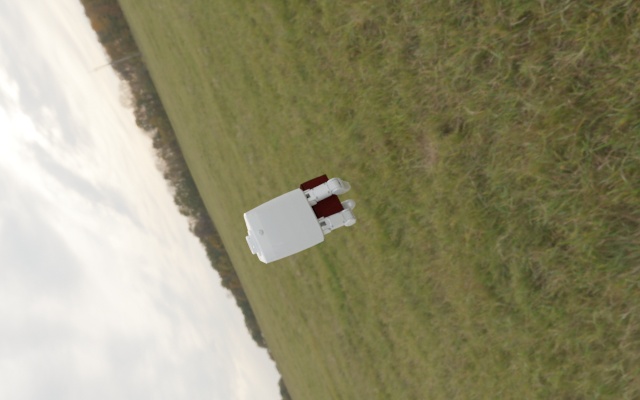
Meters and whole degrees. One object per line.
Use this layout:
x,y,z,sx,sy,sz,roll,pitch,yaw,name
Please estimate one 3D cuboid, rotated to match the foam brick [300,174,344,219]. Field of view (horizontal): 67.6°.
0.000,0.003,0.847,0.051,0.078,0.053,-23,-16,-15,foam brick
